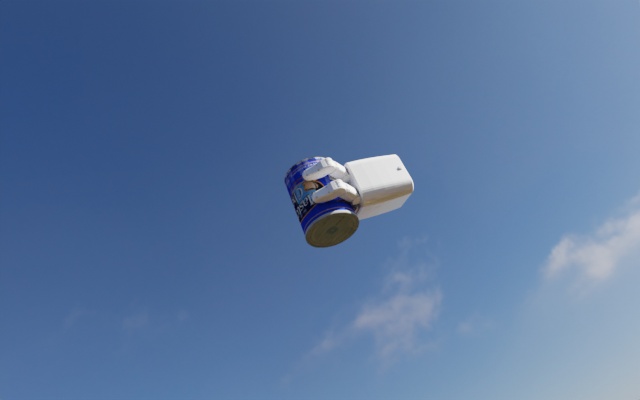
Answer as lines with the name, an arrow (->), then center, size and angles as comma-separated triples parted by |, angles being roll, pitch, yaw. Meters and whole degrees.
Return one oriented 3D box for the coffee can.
coffee can -> 0.000, 0.003, 0.898 | 0.103, 0.140, 0.103 | -15, -36, -11
